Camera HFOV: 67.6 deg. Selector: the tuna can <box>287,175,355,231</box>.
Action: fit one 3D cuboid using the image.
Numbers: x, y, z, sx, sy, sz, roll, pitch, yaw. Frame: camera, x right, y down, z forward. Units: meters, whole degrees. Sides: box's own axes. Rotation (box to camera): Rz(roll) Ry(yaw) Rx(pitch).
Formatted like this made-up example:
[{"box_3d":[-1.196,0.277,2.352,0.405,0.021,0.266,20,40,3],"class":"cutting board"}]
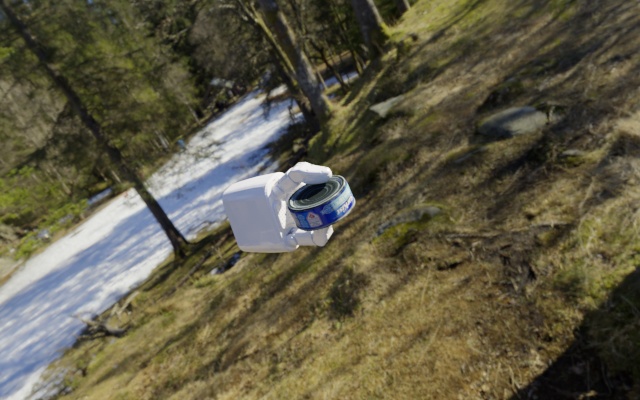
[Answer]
[{"box_3d":[0.000,0.002,0.630,0.086,0.034,0.086,-21,24,10],"class":"tuna can"}]
